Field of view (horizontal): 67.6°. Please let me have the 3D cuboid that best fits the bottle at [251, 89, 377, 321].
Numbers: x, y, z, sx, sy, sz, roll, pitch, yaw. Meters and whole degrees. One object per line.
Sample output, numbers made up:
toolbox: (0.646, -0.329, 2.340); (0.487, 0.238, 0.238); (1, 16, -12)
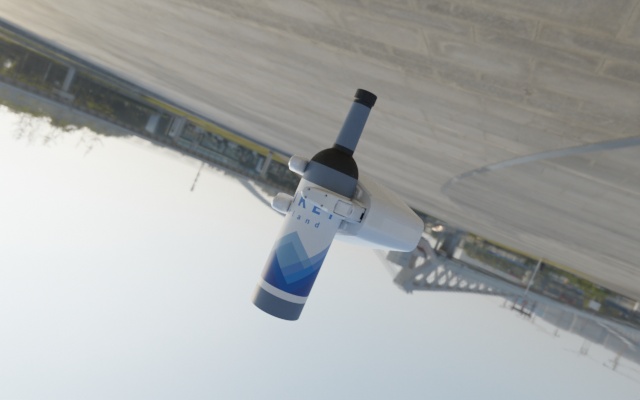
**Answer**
bottle: (0.000, 0.002, 0.598); (0.069, 0.296, 0.069); (23, 3, -1)
